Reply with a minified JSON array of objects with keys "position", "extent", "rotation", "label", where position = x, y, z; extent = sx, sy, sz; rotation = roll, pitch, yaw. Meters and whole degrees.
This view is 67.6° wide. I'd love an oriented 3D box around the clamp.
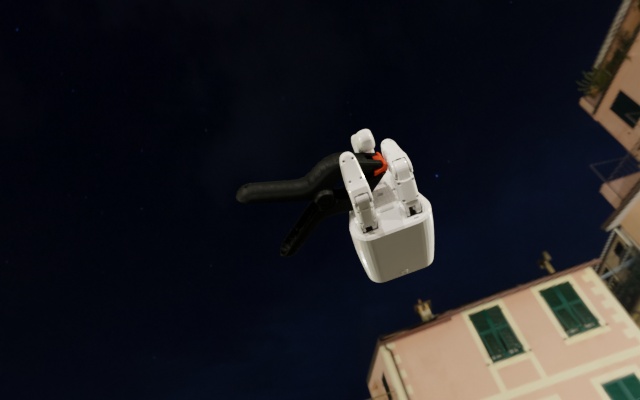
[{"position":[0.000,0.001,0.562],"extent":[0.171,0.039,0.120],"rotation":[-20,-44,1],"label":"clamp"}]
